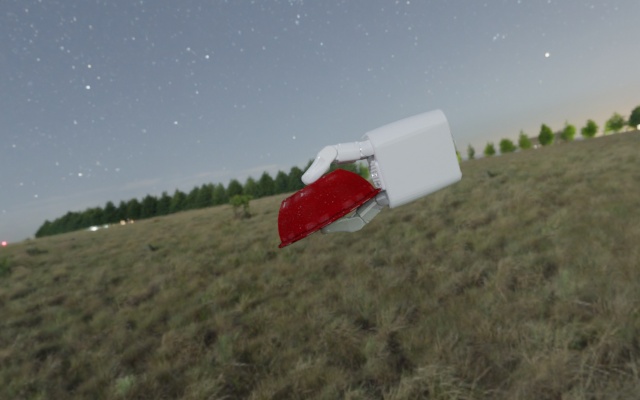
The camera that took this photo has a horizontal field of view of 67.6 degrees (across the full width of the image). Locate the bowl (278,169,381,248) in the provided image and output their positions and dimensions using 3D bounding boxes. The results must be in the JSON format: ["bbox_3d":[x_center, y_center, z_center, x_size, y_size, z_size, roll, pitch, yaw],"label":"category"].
[{"bbox_3d":[-0.001,0.002,0.651,0.162,0.055,0.162,-30,1,1],"label":"bowl"}]
